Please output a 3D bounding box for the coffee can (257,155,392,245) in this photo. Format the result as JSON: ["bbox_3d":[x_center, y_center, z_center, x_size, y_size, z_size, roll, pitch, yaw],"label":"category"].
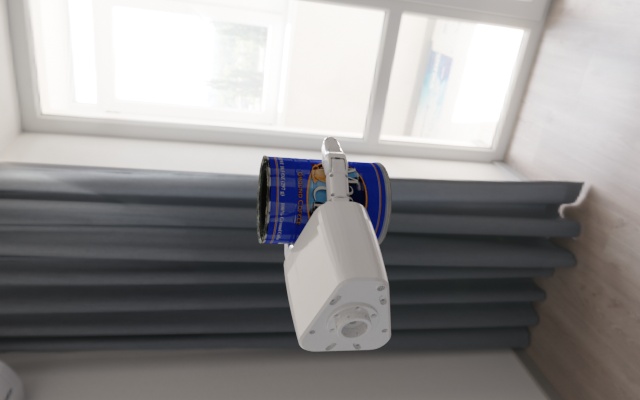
[{"bbox_3d":[0.000,0.002,0.565,0.140,0.103,0.103,2,-1,-13],"label":"coffee can"}]
